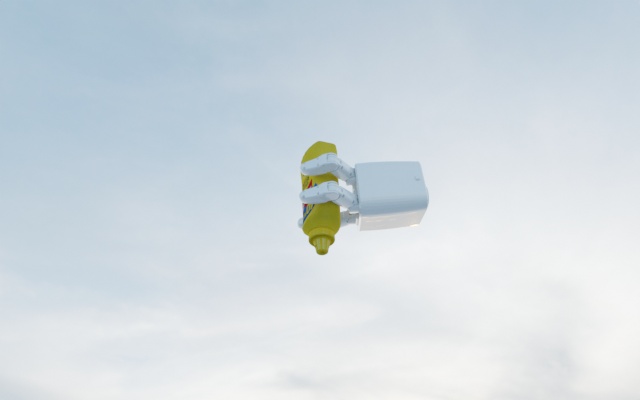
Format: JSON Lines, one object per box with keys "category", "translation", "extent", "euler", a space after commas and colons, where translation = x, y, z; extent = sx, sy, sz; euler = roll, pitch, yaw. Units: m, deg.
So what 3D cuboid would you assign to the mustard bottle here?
{"category": "mustard bottle", "translation": [0.000, 0.002, 0.770], "extent": [0.058, 0.191, 0.096], "euler": [11, -40, -18]}
